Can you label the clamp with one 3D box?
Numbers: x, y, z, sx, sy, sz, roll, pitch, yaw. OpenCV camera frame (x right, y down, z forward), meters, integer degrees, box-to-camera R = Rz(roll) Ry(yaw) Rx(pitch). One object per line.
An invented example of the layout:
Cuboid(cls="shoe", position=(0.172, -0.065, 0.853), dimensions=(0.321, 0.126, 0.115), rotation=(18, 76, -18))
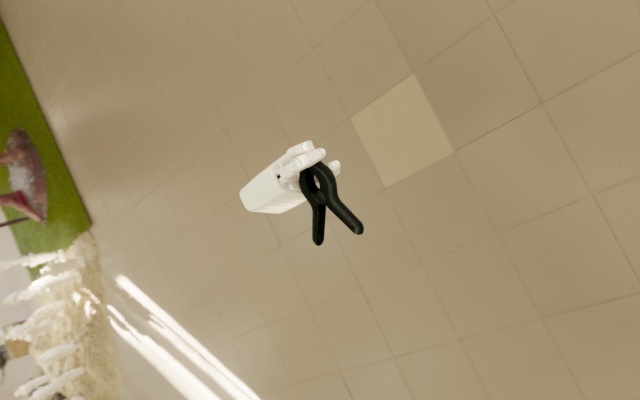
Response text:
Cuboid(cls="clamp", position=(0.000, 0.003, 0.869), dimensions=(0.120, 0.171, 0.039), rotation=(-31, -8, 38))
